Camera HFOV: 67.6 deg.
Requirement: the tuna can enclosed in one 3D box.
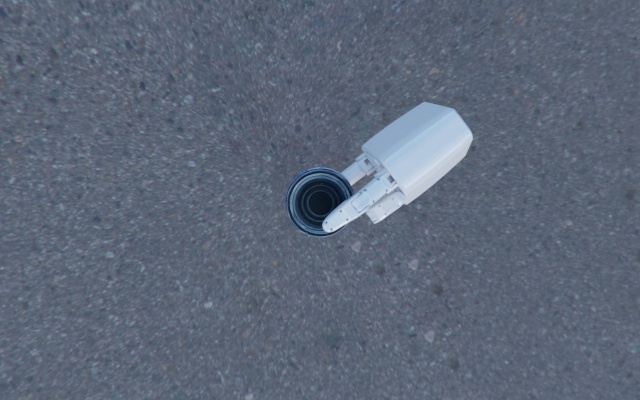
[{"bbox_3d":[0.000,0.002,0.587,0.086,0.086,0.033,0,7,0],"label":"tuna can"}]
